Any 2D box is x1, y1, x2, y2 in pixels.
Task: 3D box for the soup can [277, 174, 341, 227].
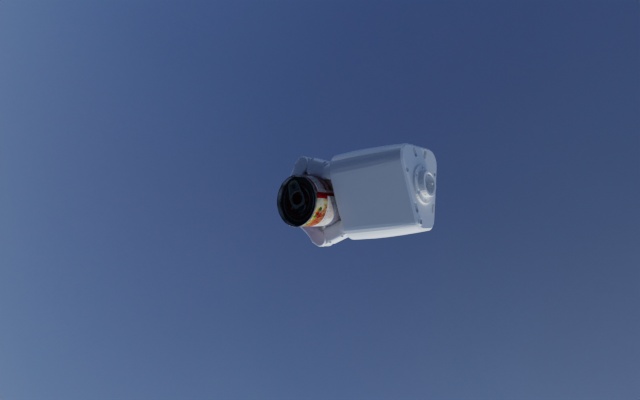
[{"bbox_3d":[0.000,0.002,0.653,0.068,0.068,0.102,0,-2,39],"label":"soup can"}]
